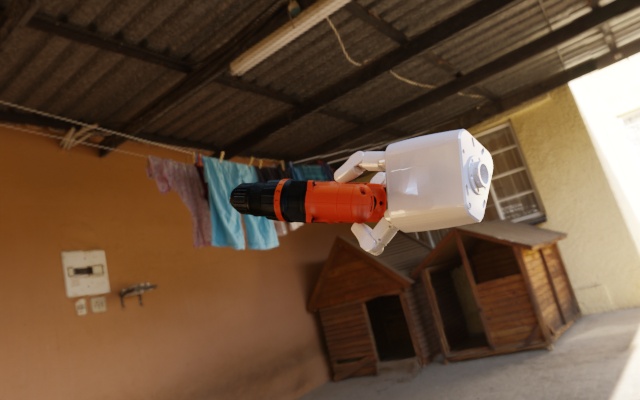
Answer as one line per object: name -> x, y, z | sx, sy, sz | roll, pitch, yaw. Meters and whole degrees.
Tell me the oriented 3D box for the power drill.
power drill -> 0.001, 0.002, 0.630 | 0.184, 0.057, 0.187 | 4, 3, 24
